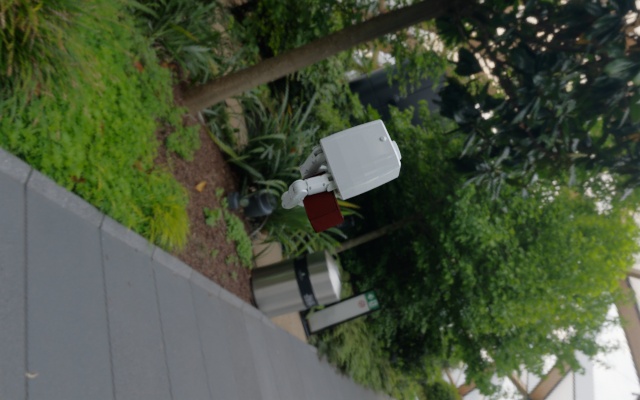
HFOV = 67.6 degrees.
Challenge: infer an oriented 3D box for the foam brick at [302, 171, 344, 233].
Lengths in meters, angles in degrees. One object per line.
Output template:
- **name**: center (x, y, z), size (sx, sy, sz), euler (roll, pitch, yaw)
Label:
- **foam brick**: center (0.000, 0.003, 0.774), size (0.051, 0.078, 0.053), euler (-20, -27, 3)
